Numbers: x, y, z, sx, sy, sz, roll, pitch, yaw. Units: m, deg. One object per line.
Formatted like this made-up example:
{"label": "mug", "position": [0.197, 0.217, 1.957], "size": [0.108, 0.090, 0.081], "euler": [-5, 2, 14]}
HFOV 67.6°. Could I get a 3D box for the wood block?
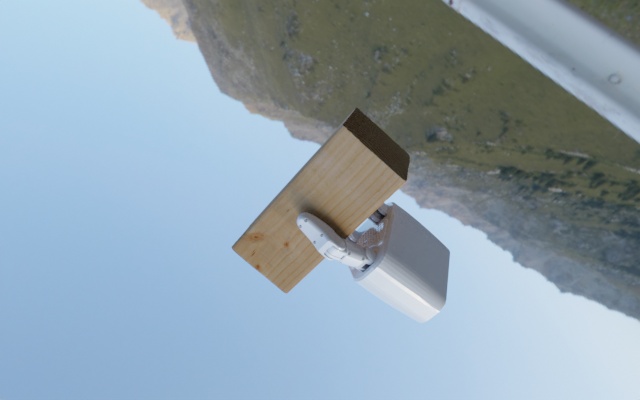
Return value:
{"label": "wood block", "position": [0.000, 0.002, 0.566], "size": [0.206, 0.090, 0.090], "euler": [-46, 7, 25]}
